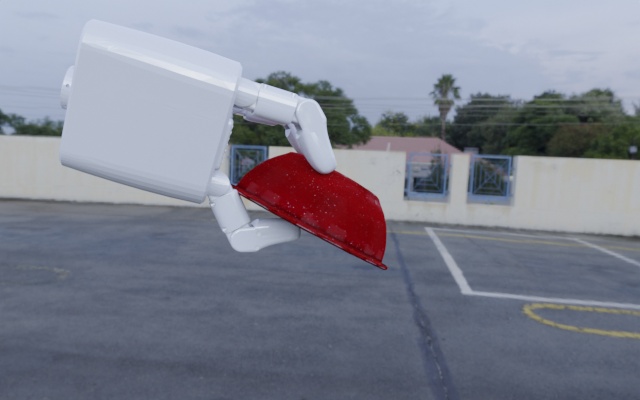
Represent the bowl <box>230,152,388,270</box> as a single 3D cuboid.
[{"bbox_3d":[0.001,0.002,0.434,0.162,0.055,0.162,28,-2,1],"label":"bowl"}]
